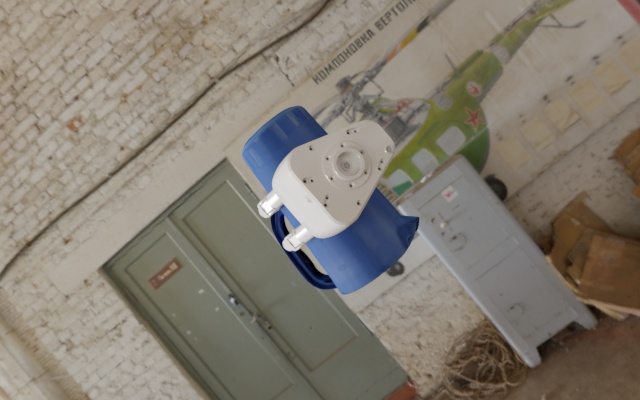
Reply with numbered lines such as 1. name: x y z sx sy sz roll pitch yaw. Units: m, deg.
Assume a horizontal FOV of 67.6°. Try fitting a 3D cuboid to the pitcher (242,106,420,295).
1. pitcher: 0.000 0.002 0.650 0.149 0.243 0.145 -40 1 -16
